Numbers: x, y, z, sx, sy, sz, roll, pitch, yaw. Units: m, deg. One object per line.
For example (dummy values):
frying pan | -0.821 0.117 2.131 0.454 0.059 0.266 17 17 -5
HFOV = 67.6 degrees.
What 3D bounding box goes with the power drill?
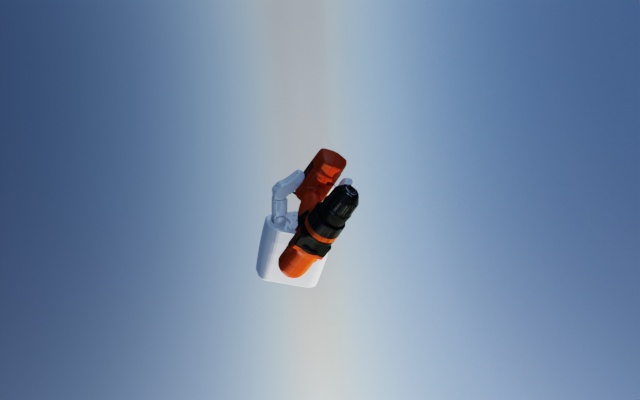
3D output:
power drill | 0.000 0.002 0.723 0.057 0.184 0.187 28 36 -15
